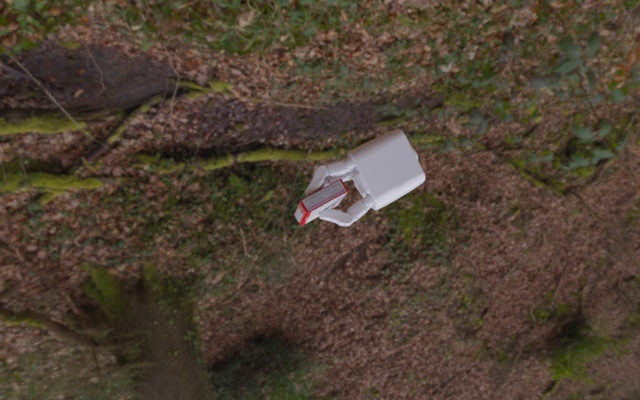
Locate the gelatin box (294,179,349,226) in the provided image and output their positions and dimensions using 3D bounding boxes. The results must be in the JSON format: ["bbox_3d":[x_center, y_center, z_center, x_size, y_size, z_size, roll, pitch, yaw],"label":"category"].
[{"bbox_3d":[0.000,0.003,0.850,0.089,0.030,0.073,-30,-11,-20],"label":"gelatin box"}]
